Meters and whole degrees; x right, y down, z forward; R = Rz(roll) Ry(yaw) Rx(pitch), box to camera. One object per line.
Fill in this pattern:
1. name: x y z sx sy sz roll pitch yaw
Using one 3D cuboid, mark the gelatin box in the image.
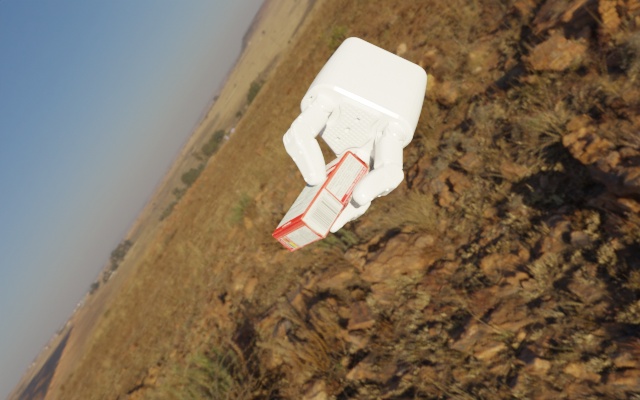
1. gelatin box: 0.000 0.001 0.452 0.030 0.089 0.073 40 -28 -11
